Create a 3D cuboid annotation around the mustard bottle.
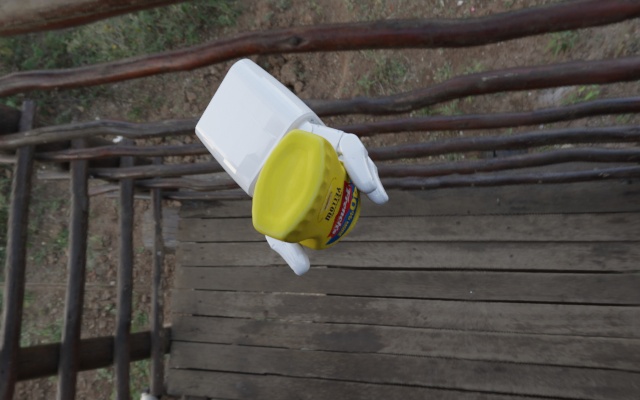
[{"bbox_3d":[0.000,0.002,0.484,0.058,0.096,0.192,19,-4,20],"label":"mustard bottle"}]
